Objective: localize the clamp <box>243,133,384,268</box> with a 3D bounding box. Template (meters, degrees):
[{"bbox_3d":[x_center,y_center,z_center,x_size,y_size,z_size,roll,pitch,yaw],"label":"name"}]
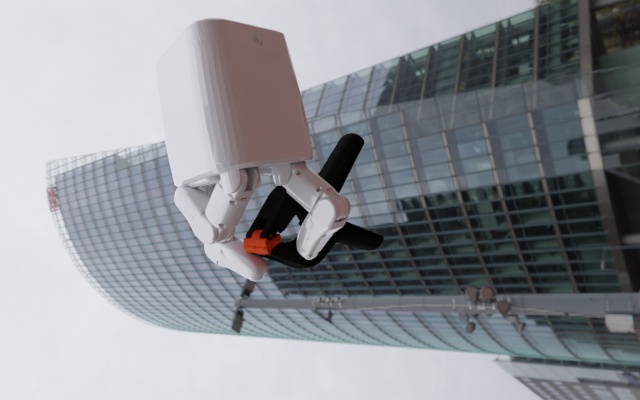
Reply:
[{"bbox_3d":[0.000,0.002,0.433,0.039,0.120,0.171,-11,1,38],"label":"clamp"}]
